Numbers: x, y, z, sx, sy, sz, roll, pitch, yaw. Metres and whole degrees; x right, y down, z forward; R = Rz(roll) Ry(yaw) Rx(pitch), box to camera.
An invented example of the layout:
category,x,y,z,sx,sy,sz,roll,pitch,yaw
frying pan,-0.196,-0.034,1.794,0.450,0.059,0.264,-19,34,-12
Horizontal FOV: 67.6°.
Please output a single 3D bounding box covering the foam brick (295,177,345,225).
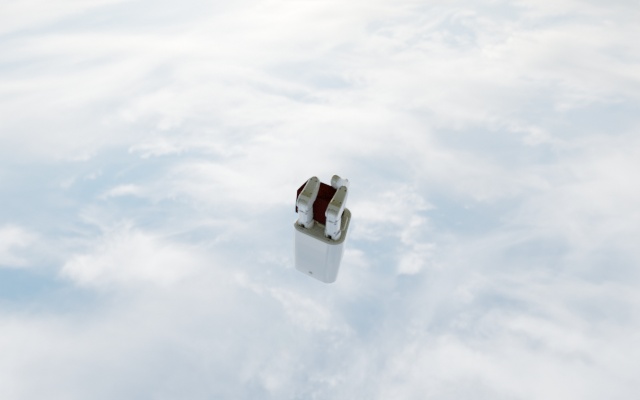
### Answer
category,x,y,z,sx,sy,sz,roll,pitch,yaw
foam brick,0.000,0.003,0.857,0.078,0.051,0.053,22,38,21
